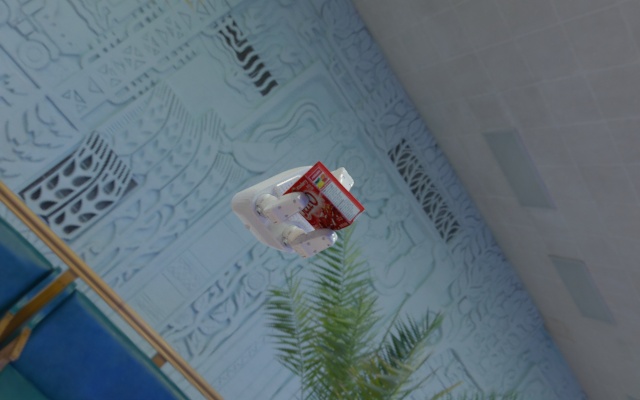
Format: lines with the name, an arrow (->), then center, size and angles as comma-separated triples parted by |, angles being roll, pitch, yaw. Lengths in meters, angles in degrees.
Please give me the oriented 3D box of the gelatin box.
gelatin box -> 0.001, 0.001, 0.543 | 0.030, 0.073, 0.089 | -45, 5, -24
